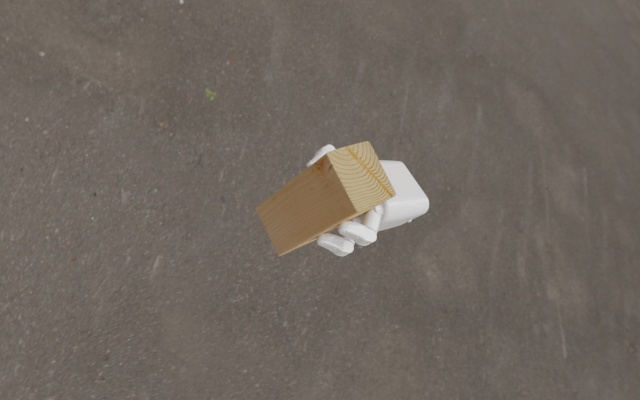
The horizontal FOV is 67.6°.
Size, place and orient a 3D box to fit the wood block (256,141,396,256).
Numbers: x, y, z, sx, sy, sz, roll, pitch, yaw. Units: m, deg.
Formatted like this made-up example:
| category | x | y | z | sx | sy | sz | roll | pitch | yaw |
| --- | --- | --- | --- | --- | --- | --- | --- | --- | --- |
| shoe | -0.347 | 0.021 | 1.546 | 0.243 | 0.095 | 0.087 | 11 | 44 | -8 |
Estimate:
| category | x | y | z | sx | sy | sz | roll | pitch | yaw |
| --- | --- | --- | --- | --- | --- | --- | --- | --- | --- |
| wood block | 0.000 | 0.002 | 0.724 | 0.090 | 0.091 | 0.206 | -21 | -8 | -41 |
